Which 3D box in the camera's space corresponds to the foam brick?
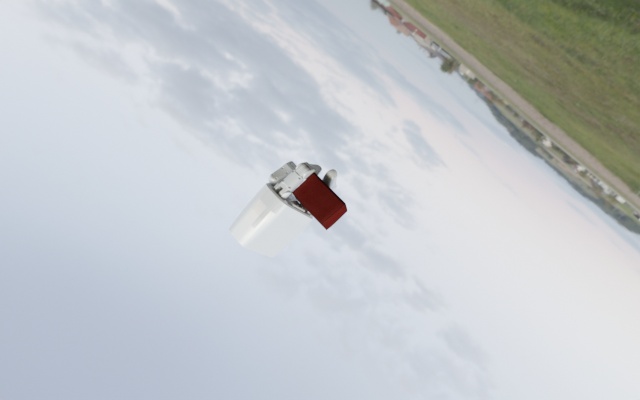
[{"bbox_3d":[0.000,0.003,0.800,0.078,0.051,0.053,45,-6,18],"label":"foam brick"}]
